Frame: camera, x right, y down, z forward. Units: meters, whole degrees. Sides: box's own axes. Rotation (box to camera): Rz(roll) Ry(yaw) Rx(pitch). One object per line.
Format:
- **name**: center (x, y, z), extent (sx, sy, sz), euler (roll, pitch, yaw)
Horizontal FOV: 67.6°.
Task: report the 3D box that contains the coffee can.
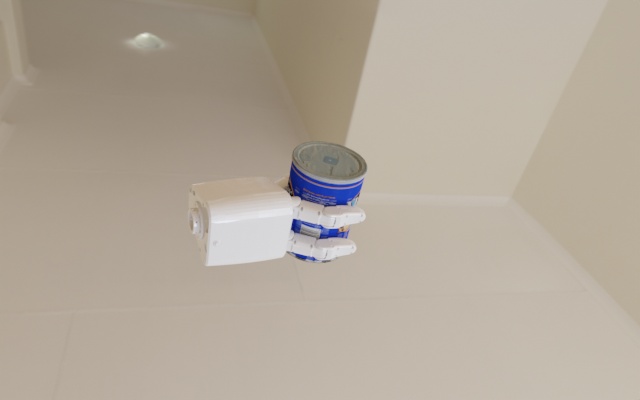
- **coffee can**: center (0.000, 0.002, 0.673), extent (0.103, 0.140, 0.102), euler (9, 33, -6)
